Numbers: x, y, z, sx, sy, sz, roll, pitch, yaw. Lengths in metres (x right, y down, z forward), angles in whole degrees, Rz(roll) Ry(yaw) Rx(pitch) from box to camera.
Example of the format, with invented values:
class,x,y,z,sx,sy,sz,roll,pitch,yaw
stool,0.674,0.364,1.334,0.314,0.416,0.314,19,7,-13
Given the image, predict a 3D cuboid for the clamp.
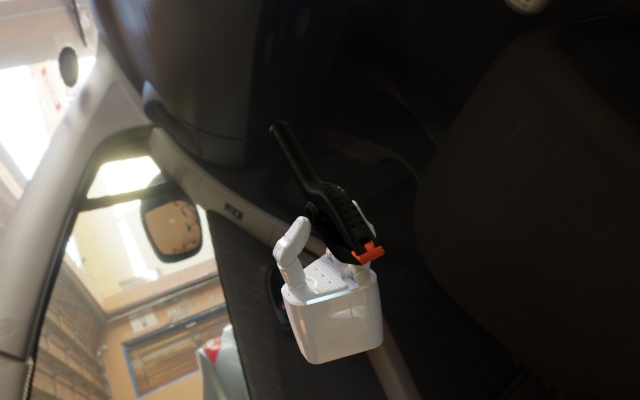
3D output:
class,x,y,z,sx,sy,sz,roll,pitch,yaw
clamp,0.000,0.002,0.545,0.036,0.165,0.210,-24,29,-18
